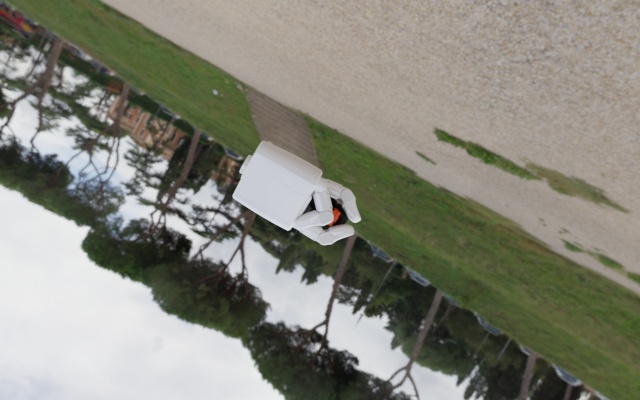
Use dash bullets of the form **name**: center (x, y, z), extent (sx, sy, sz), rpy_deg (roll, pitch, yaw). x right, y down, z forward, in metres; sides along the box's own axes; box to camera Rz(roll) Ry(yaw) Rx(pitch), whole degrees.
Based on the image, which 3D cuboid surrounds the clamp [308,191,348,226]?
- **clamp**: center (0.000, 0.003, 0.841), extent (0.120, 0.039, 0.171), rpy_deg (29, 4, -5)
